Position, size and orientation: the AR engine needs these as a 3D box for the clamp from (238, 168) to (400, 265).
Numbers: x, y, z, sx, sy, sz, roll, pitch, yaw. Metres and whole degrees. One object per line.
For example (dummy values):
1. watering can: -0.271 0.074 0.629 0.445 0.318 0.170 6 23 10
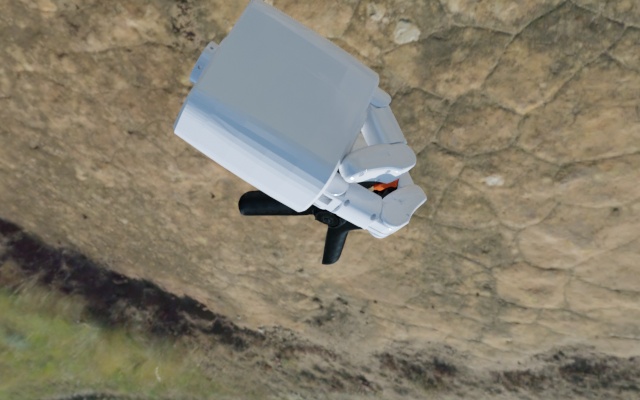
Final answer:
1. clamp: 0.000 0.002 0.429 0.120 0.039 0.171 24 -37 -18
